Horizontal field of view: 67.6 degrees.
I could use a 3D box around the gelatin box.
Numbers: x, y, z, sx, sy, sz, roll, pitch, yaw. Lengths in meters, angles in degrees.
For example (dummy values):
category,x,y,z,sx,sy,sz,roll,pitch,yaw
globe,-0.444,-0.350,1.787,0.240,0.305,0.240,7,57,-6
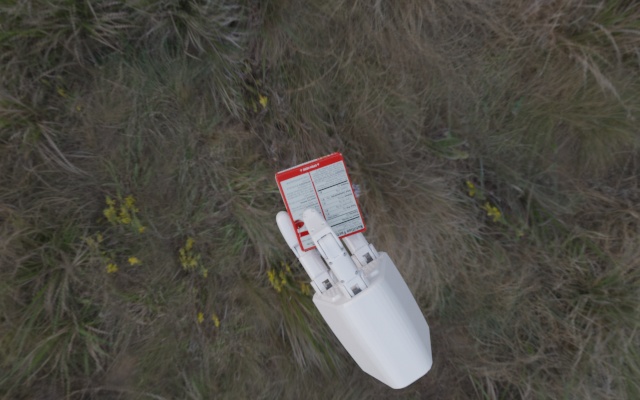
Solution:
category,x,y,z,sx,sy,sz,roll,pitch,yaw
gelatin box,0.000,0.001,0.509,0.073,0.089,0.030,-19,9,-3
